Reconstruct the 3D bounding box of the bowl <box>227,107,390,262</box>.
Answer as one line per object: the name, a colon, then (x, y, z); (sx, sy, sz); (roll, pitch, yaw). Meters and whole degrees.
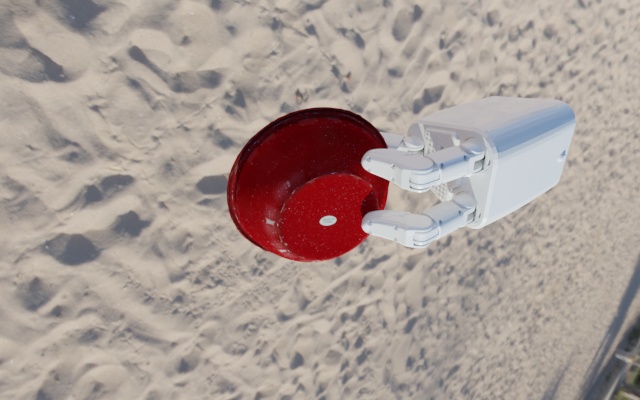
bowl: (-0.001, 0.002, 0.429); (0.162, 0.162, 0.055); (0, 33, -21)
